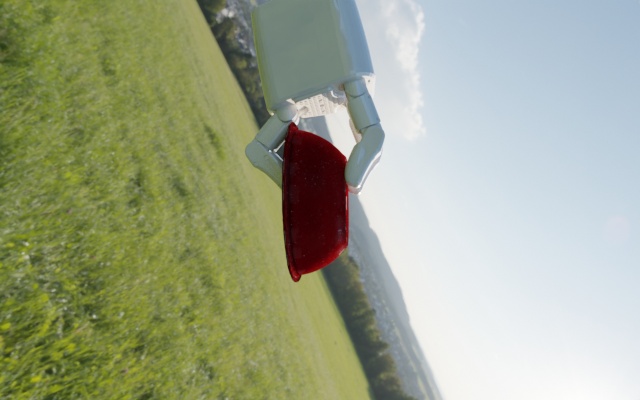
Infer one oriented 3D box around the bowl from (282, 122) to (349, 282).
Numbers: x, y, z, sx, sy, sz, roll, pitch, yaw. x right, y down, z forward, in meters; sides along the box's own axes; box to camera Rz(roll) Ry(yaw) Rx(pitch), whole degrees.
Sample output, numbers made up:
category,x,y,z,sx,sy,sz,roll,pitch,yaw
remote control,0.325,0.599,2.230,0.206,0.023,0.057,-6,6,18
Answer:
category,x,y,z,sx,sy,sz,roll,pitch,yaw
bowl,0.001,0.003,0.483,0.055,0.162,0.162,-1,0,5
